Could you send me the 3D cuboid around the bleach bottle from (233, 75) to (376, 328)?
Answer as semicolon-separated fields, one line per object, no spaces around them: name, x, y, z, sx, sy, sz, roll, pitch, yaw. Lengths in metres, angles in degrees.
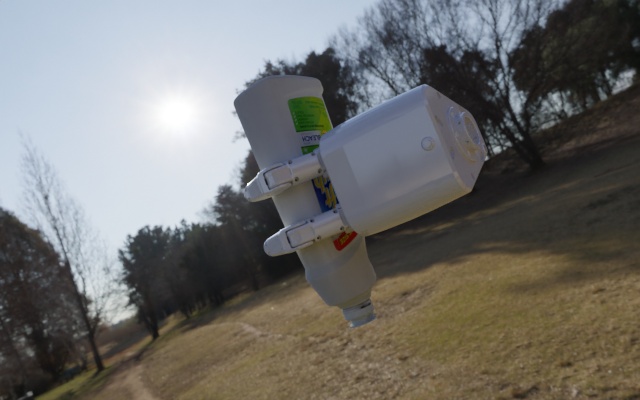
bleach bottle;0.000;0.002;0.483;0.068;0.251;0.102;-24;-4;34
